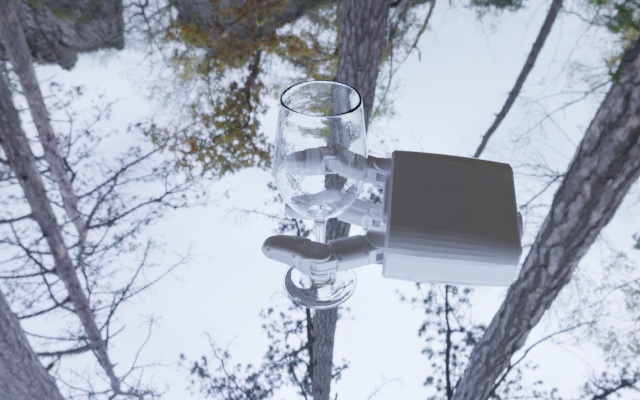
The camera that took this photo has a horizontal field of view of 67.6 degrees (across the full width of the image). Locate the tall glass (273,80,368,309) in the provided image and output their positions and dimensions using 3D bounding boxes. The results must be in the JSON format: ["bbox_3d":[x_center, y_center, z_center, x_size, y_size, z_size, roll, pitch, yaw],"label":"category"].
[{"bbox_3d":[0.000,0.002,0.417,0.079,0.201,0.079,0,38,0],"label":"tall glass"}]
